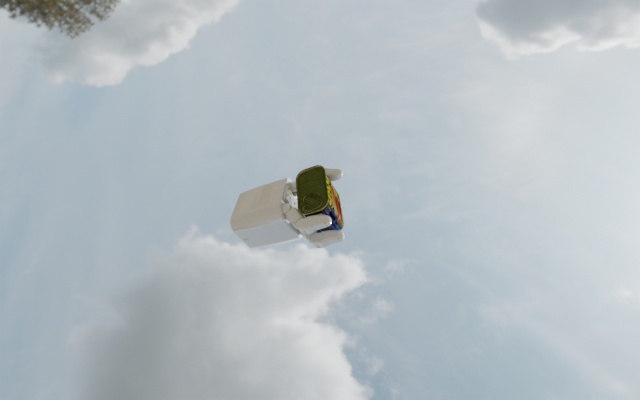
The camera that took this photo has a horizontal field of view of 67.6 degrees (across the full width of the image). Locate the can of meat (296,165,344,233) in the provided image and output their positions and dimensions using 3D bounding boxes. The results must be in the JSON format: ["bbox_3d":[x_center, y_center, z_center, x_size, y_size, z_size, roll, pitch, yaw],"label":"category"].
[{"bbox_3d":[0.000,0.003,0.857,0.057,0.102,0.084,-18,-41,14],"label":"can of meat"}]
